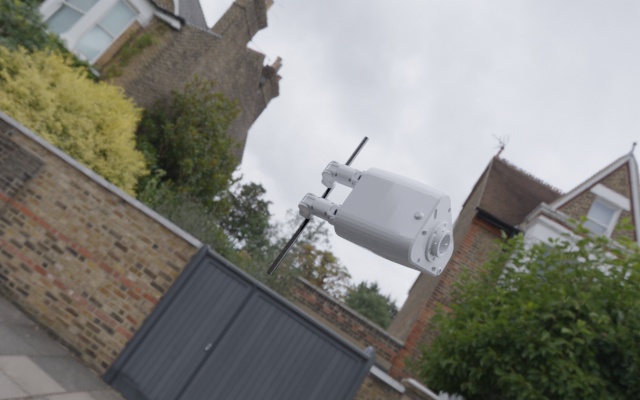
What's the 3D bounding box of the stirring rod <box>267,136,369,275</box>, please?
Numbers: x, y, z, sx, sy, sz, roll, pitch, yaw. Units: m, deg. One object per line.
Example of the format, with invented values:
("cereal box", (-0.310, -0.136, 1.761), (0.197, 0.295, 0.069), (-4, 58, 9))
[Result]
("stirring rod", (0.000, 0.002, 0.656), (0.011, 0.239, 0.011), (32, -18, 12))
